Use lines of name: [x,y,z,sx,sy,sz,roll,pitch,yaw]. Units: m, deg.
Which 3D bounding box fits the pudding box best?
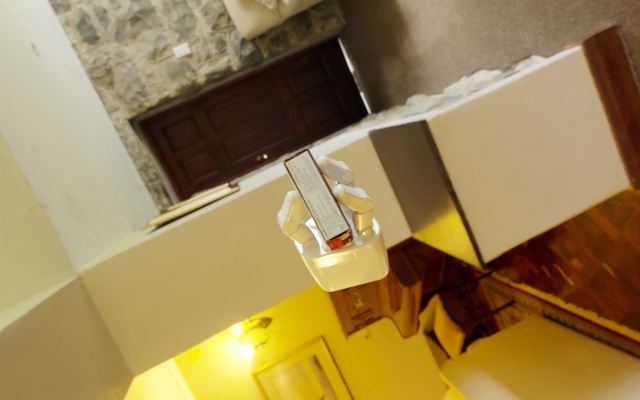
pudding box: [0.000,0.002,0.585,0.039,0.113,0.090,-30,-13,-2]
